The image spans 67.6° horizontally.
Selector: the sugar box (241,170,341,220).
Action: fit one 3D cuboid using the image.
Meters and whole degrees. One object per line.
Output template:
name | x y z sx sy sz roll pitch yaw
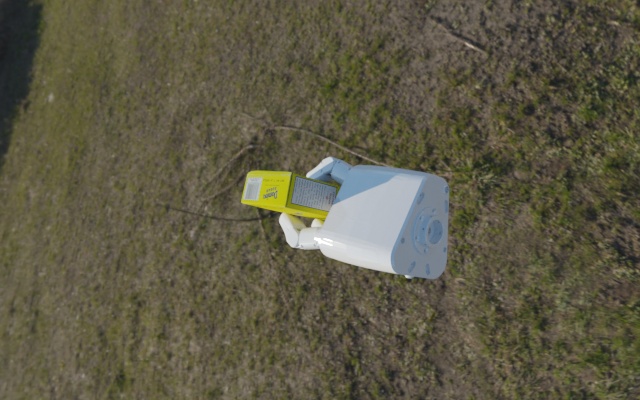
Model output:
sugar box | 0.000 0.003 0.602 0.176 0.048 0.093 17 -7 -40
